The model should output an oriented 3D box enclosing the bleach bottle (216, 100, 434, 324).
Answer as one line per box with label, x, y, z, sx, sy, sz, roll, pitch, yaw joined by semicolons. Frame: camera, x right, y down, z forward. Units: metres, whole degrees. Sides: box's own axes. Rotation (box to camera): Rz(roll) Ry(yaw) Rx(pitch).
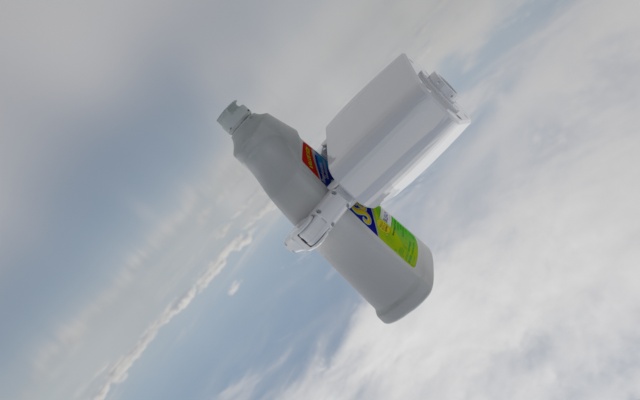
bleach bottle;0.000;0.002;0.464;0.068;0.251;0.102;-44;8;25
